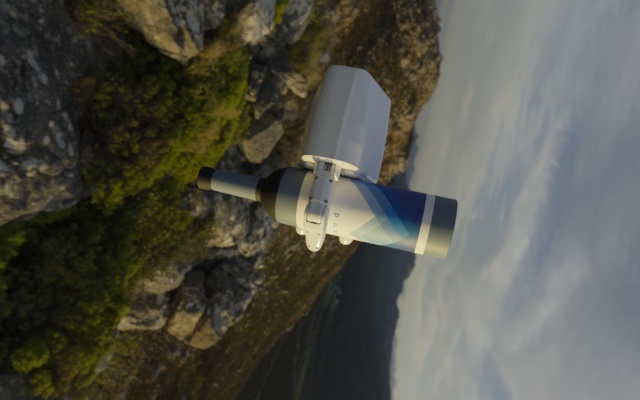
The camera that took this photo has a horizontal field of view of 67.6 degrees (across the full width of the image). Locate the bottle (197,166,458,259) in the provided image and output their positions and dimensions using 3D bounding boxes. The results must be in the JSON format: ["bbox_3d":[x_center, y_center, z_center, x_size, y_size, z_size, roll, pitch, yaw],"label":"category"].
[{"bbox_3d":[0.000,0.002,0.545,0.295,0.069,0.069,12,2,10],"label":"bottle"}]
